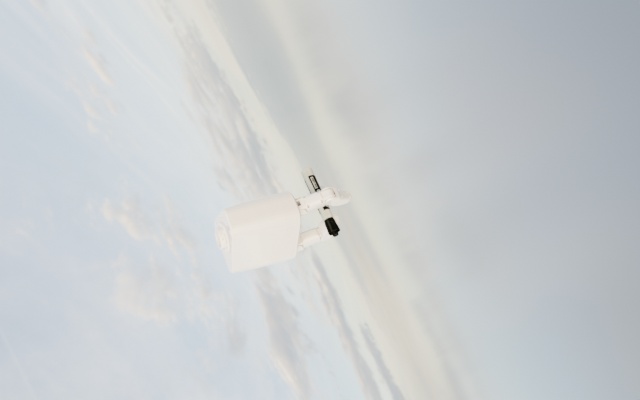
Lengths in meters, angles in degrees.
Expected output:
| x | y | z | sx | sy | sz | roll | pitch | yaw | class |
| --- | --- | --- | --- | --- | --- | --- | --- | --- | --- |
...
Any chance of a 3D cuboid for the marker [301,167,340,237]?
| x | y | z | sx | sy | sz | roll | pitch | yaw | class |
| --- | --- | --- | --- | --- | --- | --- | --- | --- | --- |
| 0.000 | 0.002 | 0.738 | 0.020 | 0.121 | 0.020 | -20 | -24 | -10 | marker |
